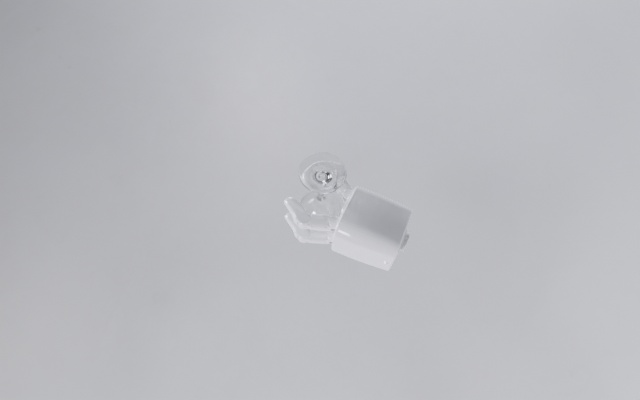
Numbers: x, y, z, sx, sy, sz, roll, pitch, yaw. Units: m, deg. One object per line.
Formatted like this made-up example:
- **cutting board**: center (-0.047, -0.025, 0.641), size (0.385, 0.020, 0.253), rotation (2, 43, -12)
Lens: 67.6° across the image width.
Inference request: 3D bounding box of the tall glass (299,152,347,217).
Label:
- **tall glass**: center (0.000, 0.002, 0.820), size (0.079, 0.079, 0.201), rotation (0, -27, -3)
